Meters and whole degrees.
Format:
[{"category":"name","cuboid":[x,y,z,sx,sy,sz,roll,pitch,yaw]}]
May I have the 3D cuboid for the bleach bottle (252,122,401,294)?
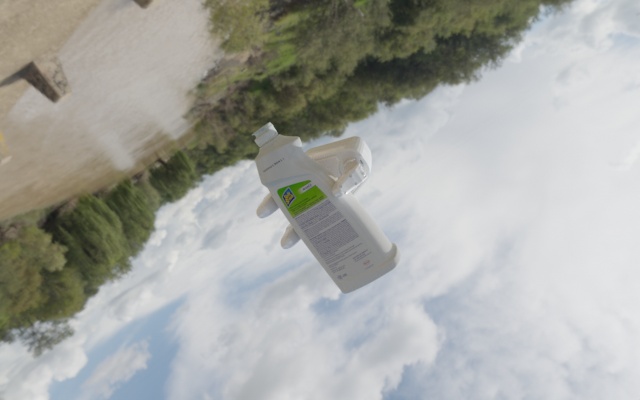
[{"category":"bleach bottle","cuboid":[0.000,0.002,0.643,0.102,0.251,0.068,-32,12,16]}]
